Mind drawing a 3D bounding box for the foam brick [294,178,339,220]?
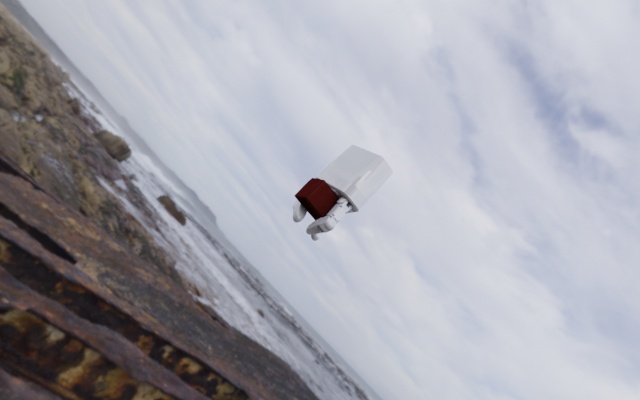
[{"bbox_3d":[0.000,0.003,0.892,0.051,0.078,0.053,-46,24,-14],"label":"foam brick"}]
